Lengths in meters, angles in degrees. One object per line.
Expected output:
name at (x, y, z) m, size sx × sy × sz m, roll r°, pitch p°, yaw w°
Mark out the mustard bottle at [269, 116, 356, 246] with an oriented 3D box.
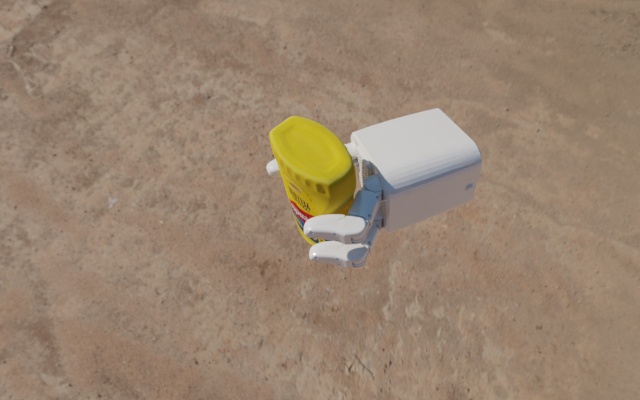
mustard bottle at (0.000, 0.002, 0.521) m, size 0.096 × 0.058 × 0.192 m, roll 41°, pitch -20°, yaw 28°
